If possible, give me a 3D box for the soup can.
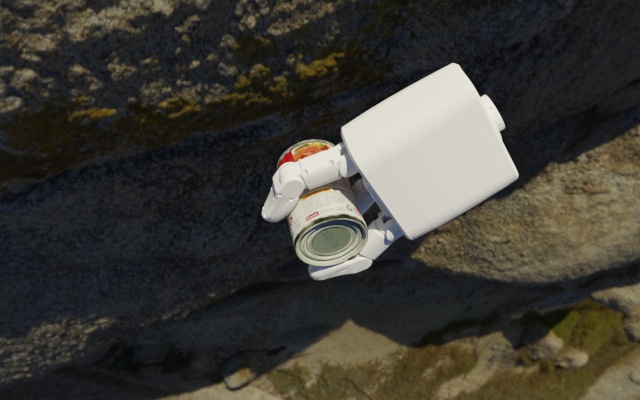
[{"bbox_3d":[0.000,0.002,0.444,0.068,0.102,0.069,-9,-43,-8],"label":"soup can"}]
